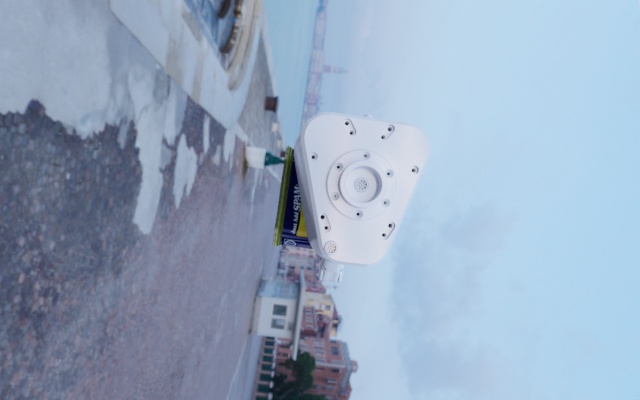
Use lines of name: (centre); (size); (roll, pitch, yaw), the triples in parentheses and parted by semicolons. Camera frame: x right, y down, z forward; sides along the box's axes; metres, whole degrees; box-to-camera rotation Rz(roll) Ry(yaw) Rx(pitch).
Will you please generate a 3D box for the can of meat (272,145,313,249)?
can of meat: (0.000, 0.002, 0.485); (0.084, 0.102, 0.057); (8, -6, -3)
